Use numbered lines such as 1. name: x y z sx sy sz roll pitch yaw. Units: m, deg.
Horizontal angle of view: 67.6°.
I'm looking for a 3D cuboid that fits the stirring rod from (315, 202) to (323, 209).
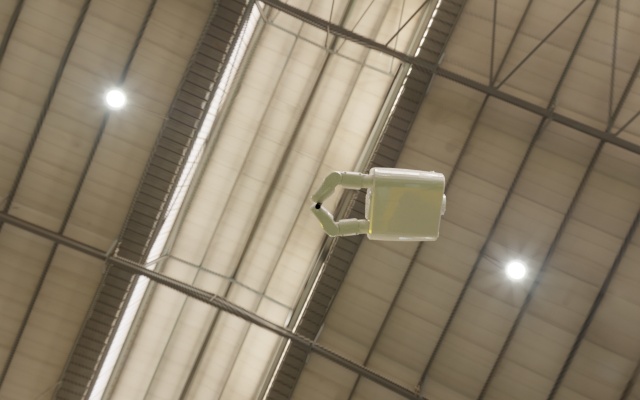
1. stirring rod: 0.000 0.003 0.796 0.011 0.011 0.239 0 3 2
